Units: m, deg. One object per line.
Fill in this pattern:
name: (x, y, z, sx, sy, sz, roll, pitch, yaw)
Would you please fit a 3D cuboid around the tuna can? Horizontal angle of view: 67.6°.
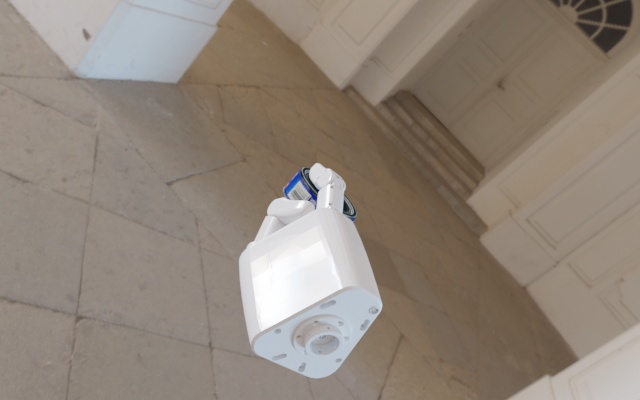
tuna can: (0.000, 0.001, 0.547, 0.086, 0.034, 0.086, 38, 17, -14)
